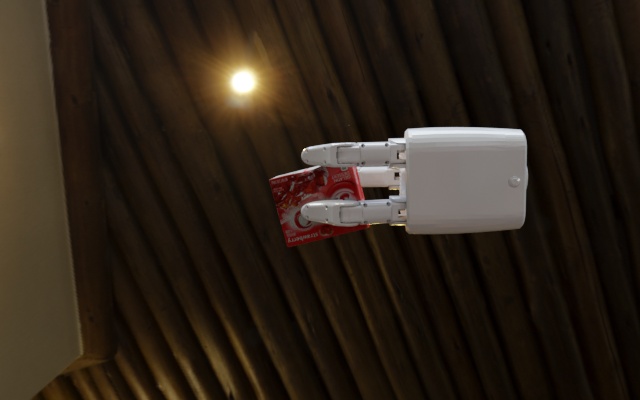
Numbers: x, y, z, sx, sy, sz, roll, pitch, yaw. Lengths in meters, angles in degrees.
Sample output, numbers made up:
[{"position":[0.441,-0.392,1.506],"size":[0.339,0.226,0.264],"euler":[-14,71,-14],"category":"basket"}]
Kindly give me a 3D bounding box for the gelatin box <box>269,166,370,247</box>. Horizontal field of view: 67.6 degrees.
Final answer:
[{"position":[0.000,0.002,0.489],"size":[0.089,0.073,0.030],"euler":[-14,6,14],"category":"gelatin box"}]
